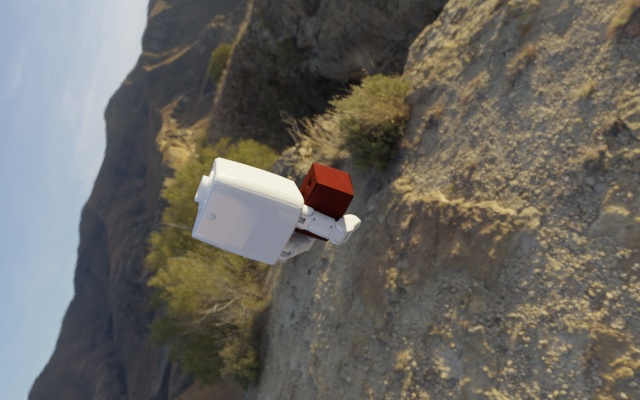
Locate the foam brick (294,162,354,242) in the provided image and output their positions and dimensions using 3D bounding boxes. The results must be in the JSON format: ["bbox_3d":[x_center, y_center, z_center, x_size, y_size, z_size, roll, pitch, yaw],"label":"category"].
[{"bbox_3d":[0.000,0.002,0.596,0.051,0.078,0.053,20,28,-17],"label":"foam brick"}]
